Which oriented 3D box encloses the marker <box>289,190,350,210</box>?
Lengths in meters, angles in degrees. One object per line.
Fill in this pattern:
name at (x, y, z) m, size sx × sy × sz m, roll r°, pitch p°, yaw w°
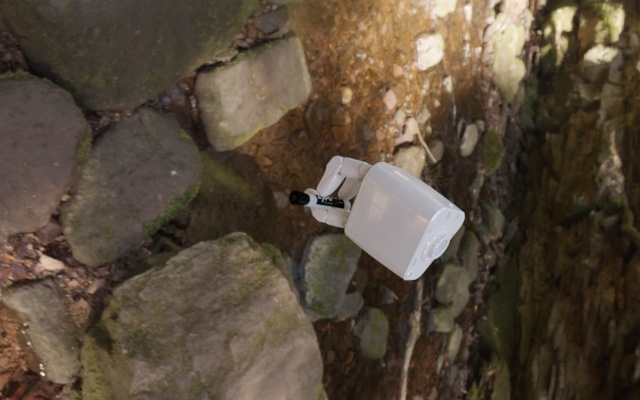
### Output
marker at (0.000, 0.002, 0.646) m, size 0.020 × 0.020 × 0.121 m, roll 0°, pitch -6°, yaw 37°
